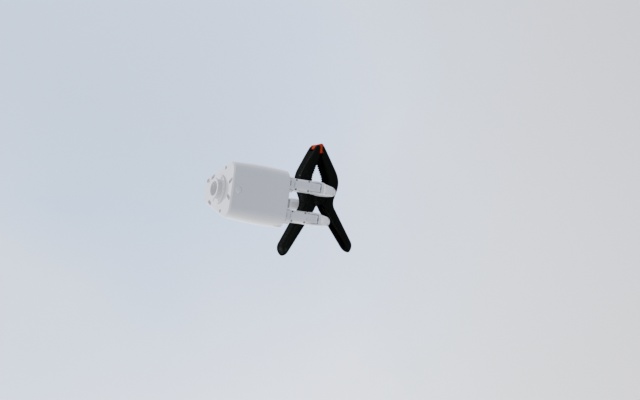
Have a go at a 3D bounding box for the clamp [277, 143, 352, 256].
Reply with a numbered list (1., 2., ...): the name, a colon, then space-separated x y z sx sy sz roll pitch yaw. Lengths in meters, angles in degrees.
1. clamp: -0.001 0.002 0.884 0.164 0.210 0.036 11 -8 -39
